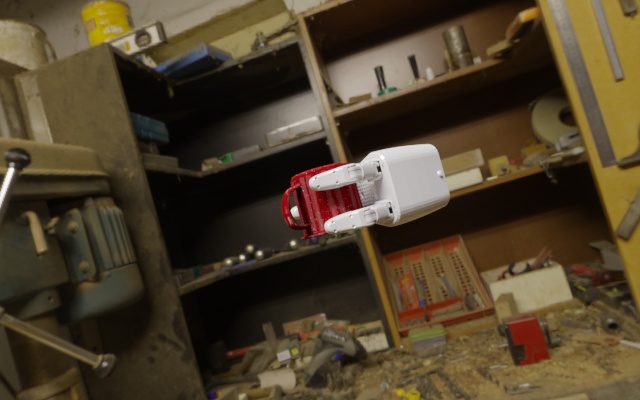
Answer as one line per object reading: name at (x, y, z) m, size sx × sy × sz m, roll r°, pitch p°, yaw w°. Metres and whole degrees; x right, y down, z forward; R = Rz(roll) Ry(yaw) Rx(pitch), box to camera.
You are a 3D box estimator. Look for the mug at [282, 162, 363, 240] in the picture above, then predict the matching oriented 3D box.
mug at (-0.001, 0.002, 0.610) m, size 0.117 × 0.081 × 0.093 m, roll -14°, pitch -3°, yaw -35°
